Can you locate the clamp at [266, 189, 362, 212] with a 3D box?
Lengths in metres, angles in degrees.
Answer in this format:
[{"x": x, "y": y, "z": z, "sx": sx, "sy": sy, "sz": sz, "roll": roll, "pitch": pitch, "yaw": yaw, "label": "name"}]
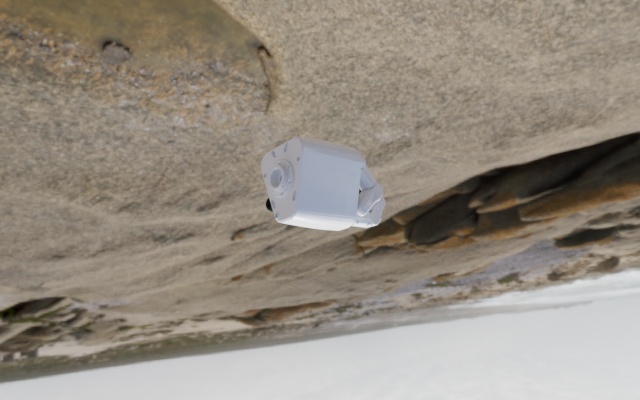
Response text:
[{"x": 0.000, "y": 0.003, "z": 0.749, "sx": 0.120, "sy": 0.039, "sz": 0.171, "roll": 8, "pitch": -20, "yaw": -42, "label": "clamp"}]
